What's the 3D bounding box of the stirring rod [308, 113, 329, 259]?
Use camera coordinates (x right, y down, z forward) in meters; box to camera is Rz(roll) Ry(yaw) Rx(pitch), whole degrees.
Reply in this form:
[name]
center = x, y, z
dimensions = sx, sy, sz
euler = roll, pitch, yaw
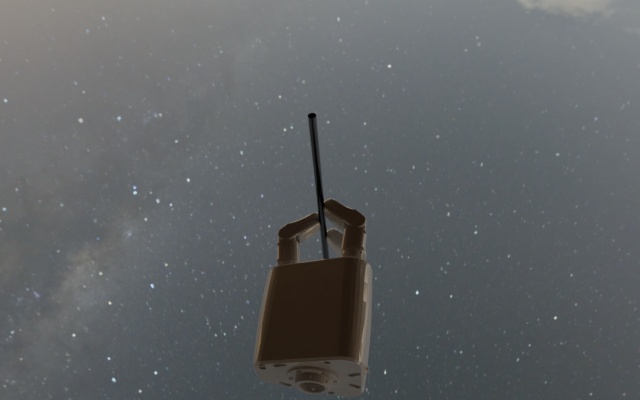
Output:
[stirring rod]
center = 0.000, 0.002, 0.532
dimensions = 0.011, 0.011, 0.240
euler = 0, -42, 5
